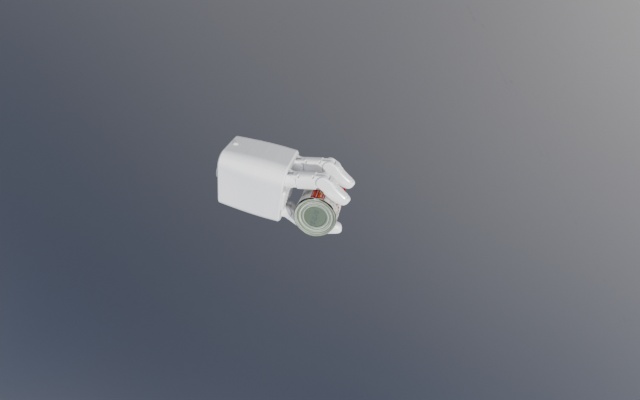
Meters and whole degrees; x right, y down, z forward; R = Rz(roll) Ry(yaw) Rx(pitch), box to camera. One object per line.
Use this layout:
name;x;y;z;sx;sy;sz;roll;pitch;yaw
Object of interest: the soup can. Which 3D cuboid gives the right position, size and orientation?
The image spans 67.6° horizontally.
soup can;0.001;0.003;0.760;0.068;0.068;0.102;0;28;12
